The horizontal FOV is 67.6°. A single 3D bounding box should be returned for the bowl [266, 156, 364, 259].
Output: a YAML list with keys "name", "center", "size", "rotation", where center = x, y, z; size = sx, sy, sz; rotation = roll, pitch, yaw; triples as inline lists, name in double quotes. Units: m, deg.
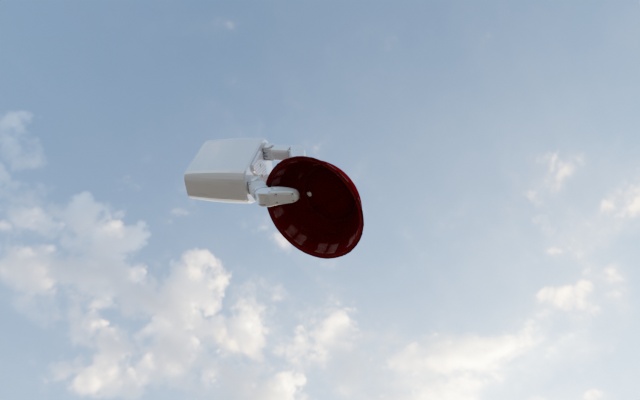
- name: "bowl"
  center: [0.001, 0.003, 0.694]
  size: [0.162, 0.162, 0.055]
  rotation: [0, 25, 33]
